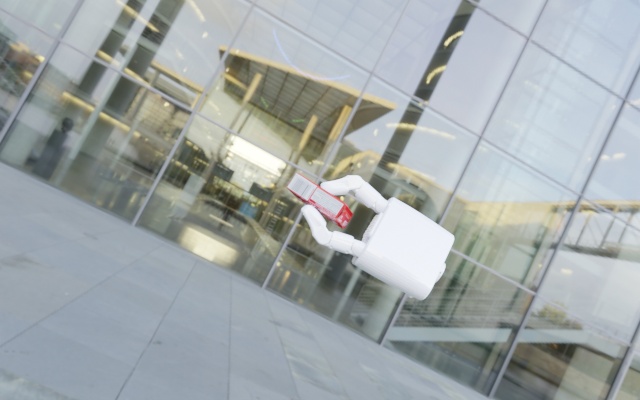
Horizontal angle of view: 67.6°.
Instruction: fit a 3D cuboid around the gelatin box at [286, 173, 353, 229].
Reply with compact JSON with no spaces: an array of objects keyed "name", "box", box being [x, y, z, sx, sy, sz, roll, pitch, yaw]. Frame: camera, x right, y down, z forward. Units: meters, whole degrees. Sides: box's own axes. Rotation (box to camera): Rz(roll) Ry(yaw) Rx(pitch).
[{"name":"gelatin box","box":[0.000,0.002,0.690,0.089,0.030,0.073,33,-5,16]}]
